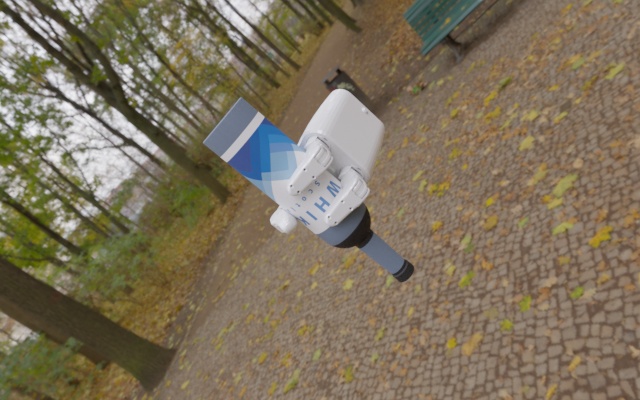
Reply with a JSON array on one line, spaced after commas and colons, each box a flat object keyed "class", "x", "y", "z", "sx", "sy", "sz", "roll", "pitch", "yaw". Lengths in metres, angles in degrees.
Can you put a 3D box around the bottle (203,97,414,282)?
[{"class": "bottle", "x": 0.000, "y": 0.002, "z": 0.566, "sx": 0.296, "sy": 0.069, "sz": 0.069, "roll": 40, "pitch": -12, "yaw": -15}]
